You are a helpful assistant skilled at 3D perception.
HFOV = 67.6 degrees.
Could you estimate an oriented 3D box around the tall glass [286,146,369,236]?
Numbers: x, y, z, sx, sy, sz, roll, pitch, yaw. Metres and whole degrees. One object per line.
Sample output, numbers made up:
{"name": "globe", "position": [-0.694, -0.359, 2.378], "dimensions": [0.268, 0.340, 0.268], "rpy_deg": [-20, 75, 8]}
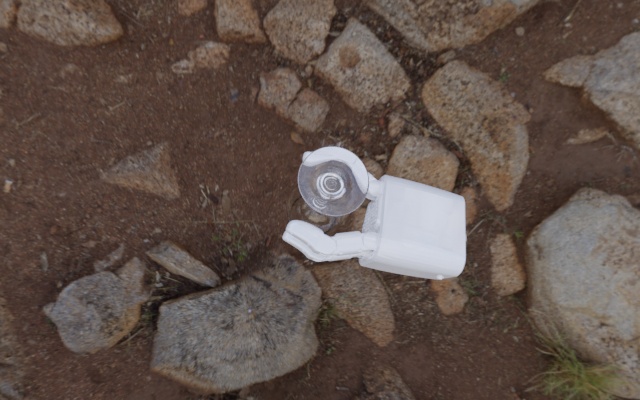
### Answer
{"name": "tall glass", "position": [0.000, 0.002, 0.582], "dimensions": [0.079, 0.079, 0.201], "rpy_deg": [0, -13, -9]}
